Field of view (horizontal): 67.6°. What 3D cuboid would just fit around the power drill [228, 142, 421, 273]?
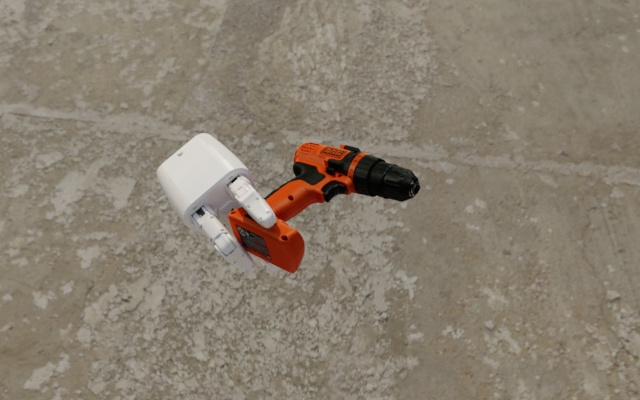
[{"bbox_3d":[0.000,0.002,0.571,0.184,0.057,0.187,18,45,38],"label":"power drill"}]
